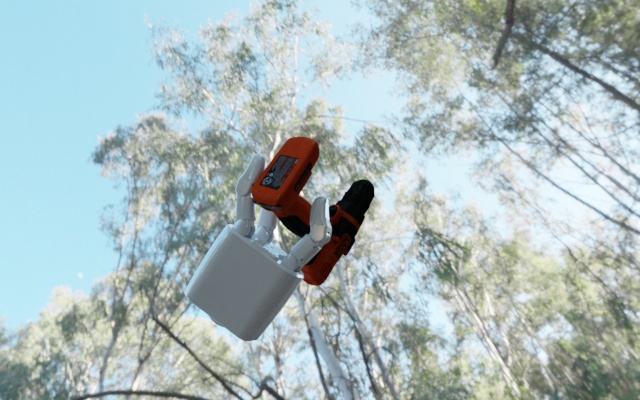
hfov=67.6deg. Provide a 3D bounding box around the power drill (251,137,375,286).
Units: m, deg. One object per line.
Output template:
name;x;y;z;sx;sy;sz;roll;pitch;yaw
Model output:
power drill;0.000;0.002;0.657;0.057;0.184;0.188;12;-30;39
